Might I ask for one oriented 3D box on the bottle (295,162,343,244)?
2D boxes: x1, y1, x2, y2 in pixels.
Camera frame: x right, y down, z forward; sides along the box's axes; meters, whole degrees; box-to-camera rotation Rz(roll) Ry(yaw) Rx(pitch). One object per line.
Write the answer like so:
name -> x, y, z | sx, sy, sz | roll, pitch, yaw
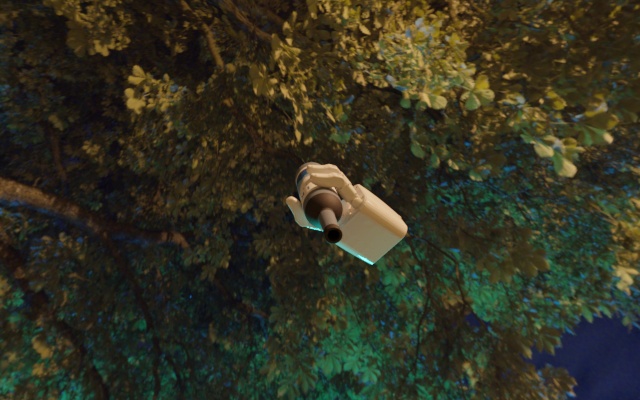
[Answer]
bottle -> 0.000, 0.003, 0.846 | 0.069, 0.069, 0.295 | 0, 20, -8
